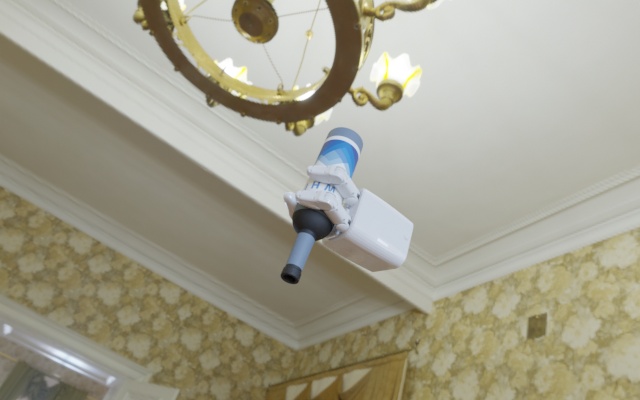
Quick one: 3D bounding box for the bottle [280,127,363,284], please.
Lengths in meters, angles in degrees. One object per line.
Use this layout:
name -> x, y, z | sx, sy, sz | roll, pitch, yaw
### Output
bottle -> 0.000, 0.002, 0.758 | 0.069, 0.295, 0.069 | 13, -39, 11
